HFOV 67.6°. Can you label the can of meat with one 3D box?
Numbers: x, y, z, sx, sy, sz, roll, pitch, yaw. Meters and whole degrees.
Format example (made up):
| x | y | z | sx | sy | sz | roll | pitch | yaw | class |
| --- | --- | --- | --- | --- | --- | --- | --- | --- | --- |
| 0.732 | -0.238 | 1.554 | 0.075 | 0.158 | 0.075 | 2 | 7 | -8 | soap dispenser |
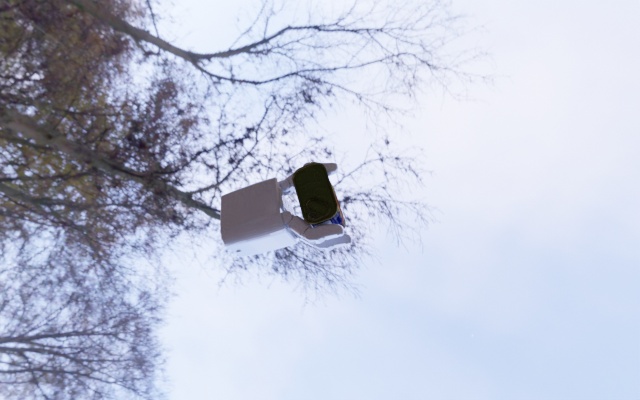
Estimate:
| x | y | z | sx | sy | sz | roll | pitch | yaw | class |
| --- | --- | --- | --- | --- | --- | --- | --- | --- | --- |
| 0.000 | 0.003 | 0.779 | 0.057 | 0.102 | 0.084 | -20 | -26 | 6 | can of meat |
